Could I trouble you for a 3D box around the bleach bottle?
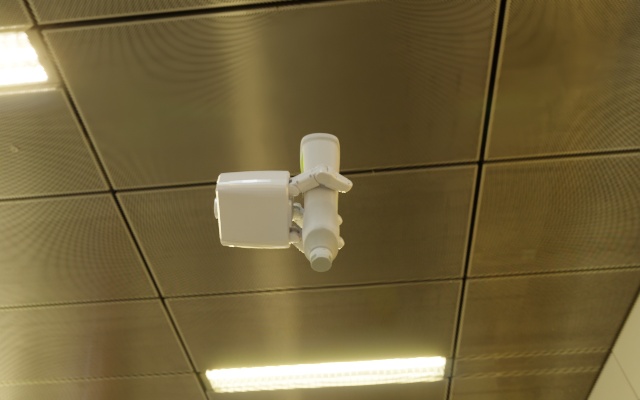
[{"bbox_3d":[0.000,0.002,0.739,0.068,0.103,0.250,0,38,0],"label":"bleach bottle"}]
